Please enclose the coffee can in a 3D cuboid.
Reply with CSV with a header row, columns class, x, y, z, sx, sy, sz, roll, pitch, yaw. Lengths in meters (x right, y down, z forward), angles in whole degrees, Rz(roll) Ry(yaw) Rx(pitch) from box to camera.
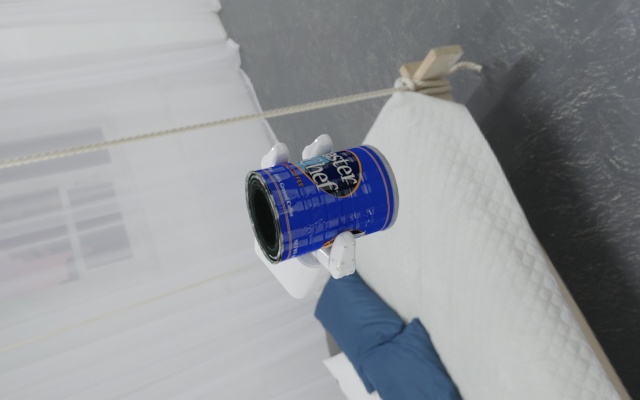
class,x,y,z,sx,sy,sz,roll,pitch,yaw
coffee can,0.000,0.002,0.527,0.140,0.103,0.103,-15,6,-23
